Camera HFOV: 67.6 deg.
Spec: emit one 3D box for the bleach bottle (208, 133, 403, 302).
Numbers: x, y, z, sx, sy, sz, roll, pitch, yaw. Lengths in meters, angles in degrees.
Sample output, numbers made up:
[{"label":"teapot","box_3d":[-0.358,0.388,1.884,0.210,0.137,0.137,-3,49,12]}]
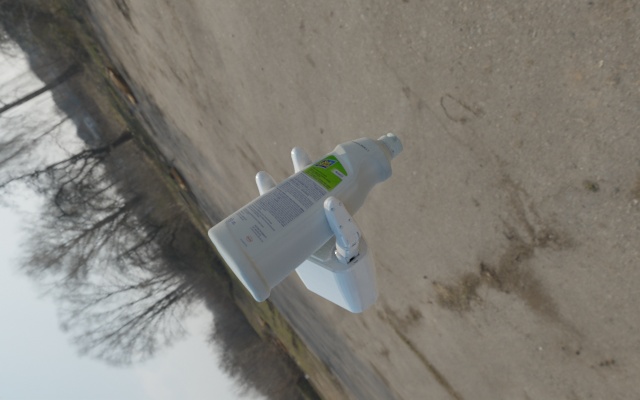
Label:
[{"label":"bleach bottle","box_3d":[0.000,0.002,0.557,0.251,0.068,0.102,-36,47,-16]}]
